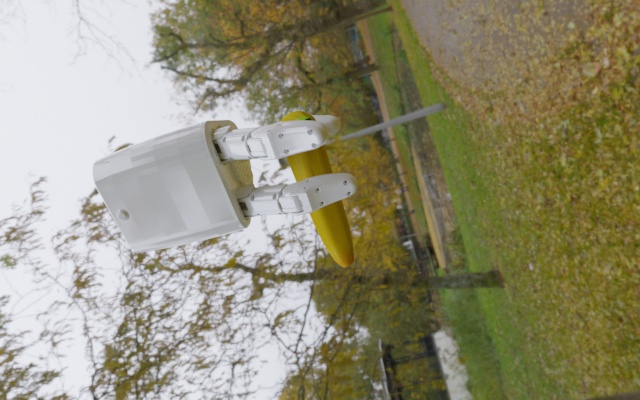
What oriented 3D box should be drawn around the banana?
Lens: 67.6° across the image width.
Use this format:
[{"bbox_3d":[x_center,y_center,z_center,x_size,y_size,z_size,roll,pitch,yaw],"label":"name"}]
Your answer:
[{"bbox_3d":[-0.004,-0.014,0.449,0.037,0.069,0.198,-16,-43,4],"label":"banana"}]
